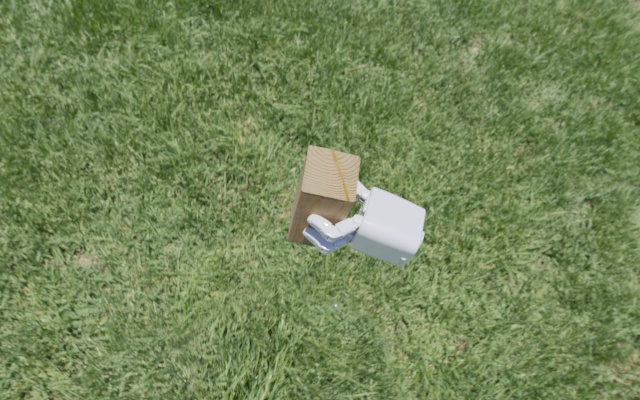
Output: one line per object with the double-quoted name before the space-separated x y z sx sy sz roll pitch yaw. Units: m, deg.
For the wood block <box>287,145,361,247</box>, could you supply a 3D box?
"wood block" 0.001 0.003 0.852 0.090 0.090 0.206 12 -29 -5
